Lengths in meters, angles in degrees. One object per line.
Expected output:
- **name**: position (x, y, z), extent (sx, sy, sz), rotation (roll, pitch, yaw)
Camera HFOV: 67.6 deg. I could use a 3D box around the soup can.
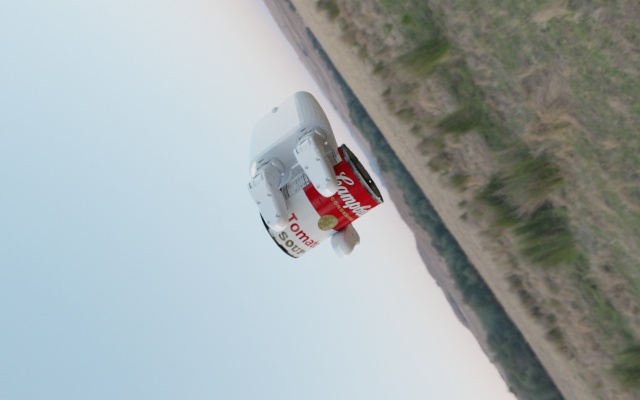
- **soup can**: position (0.000, 0.002, 0.461), extent (0.102, 0.068, 0.068), rotation (-34, -8, 12)
